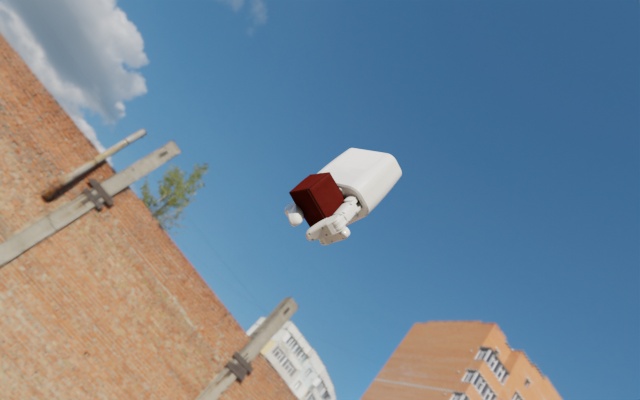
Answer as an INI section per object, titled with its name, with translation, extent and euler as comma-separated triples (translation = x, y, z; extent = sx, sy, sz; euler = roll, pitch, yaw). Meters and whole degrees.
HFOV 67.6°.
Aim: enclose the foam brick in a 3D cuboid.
[foam brick]
translation = 0.000, 0.002, 0.732
extent = 0.051, 0.078, 0.053
euler = -43, 23, -31
